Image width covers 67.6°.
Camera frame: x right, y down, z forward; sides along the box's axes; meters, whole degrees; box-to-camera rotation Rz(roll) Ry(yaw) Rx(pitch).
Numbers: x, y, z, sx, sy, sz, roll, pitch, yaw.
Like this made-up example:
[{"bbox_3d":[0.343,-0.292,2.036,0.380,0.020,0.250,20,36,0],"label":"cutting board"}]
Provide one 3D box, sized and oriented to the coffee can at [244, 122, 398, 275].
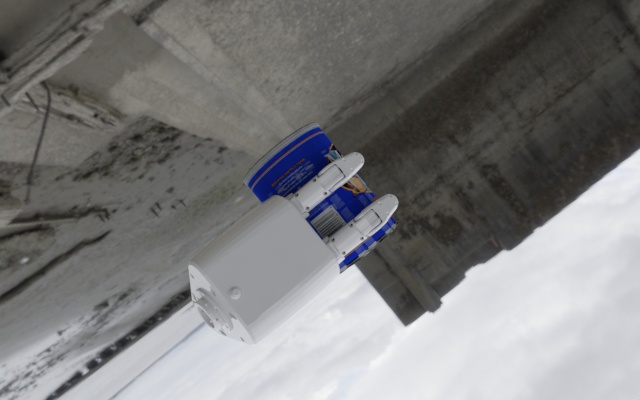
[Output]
[{"bbox_3d":[0.000,0.002,0.518,0.103,0.140,0.103,-39,-2,-2],"label":"coffee can"}]
